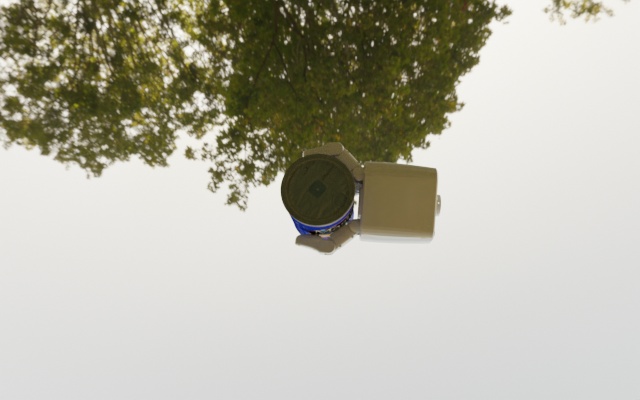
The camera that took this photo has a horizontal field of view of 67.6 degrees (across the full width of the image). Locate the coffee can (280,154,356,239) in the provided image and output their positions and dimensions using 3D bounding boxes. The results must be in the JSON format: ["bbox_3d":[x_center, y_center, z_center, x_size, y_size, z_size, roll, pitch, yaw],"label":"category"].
[{"bbox_3d":[0.000,0.002,0.714,0.103,0.102,0.140,0,-15,3],"label":"coffee can"}]
